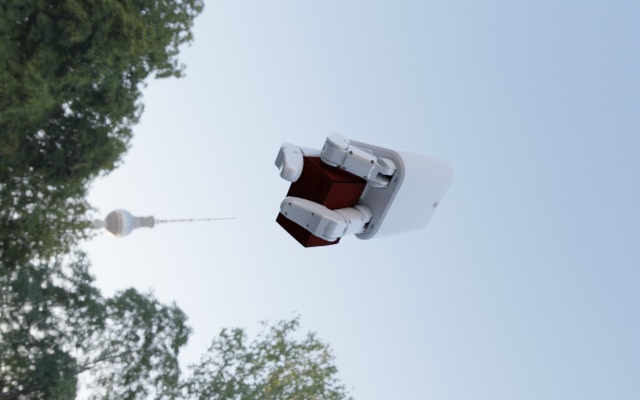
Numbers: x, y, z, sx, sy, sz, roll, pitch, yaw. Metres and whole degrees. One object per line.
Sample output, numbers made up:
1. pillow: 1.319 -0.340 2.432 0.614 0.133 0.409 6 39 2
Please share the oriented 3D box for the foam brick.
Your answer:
1. foam brick: 0.000 0.002 0.483 0.051 0.078 0.053 -1 33 -47
